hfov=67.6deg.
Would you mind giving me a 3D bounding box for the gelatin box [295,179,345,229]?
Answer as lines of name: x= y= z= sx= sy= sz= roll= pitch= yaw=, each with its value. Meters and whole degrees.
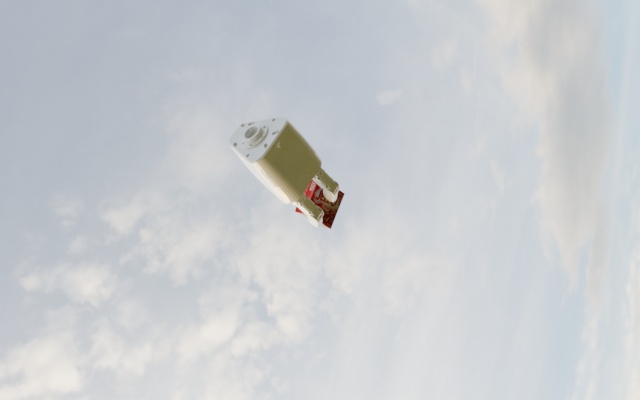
gelatin box: x=0.000 y=0.003 z=0.867 sx=0.030 sy=0.073 sz=0.089 roll=14 pitch=-12 yaw=38
